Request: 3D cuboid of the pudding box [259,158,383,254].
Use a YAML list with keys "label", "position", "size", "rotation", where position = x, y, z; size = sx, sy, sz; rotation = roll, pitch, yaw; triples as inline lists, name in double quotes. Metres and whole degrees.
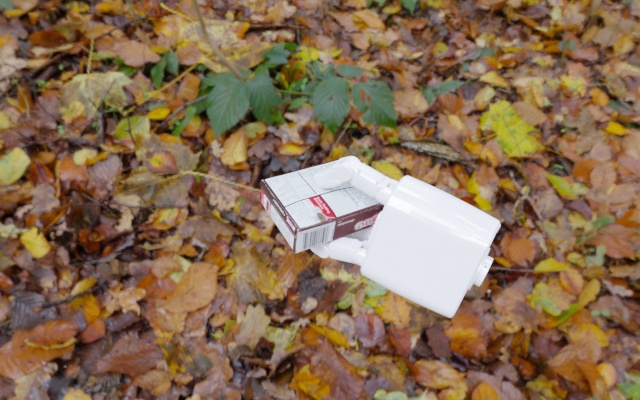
- label: "pudding box"
  position: [0.000, 0.002, 0.544]
  size: [0.113, 0.039, 0.090]
  rotation: [-16, 48, -28]
